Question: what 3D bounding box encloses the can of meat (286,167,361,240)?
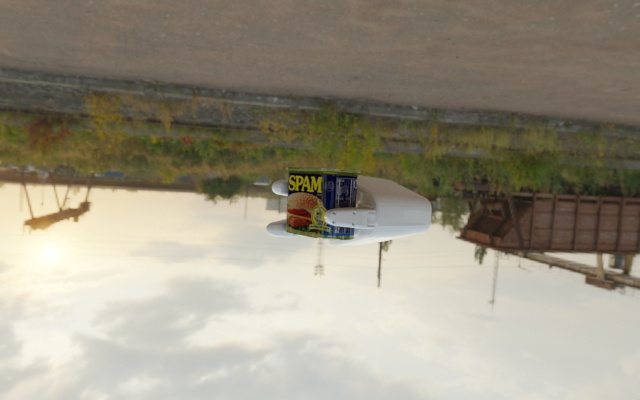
[{"bbox_3d":[0.000,0.002,0.594,0.057,0.084,0.102,1,3,-38],"label":"can of meat"}]
